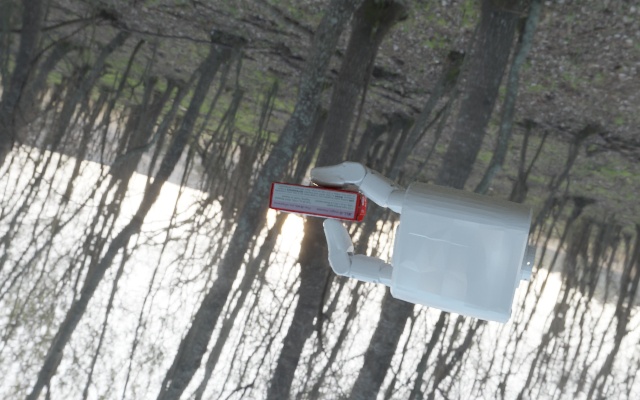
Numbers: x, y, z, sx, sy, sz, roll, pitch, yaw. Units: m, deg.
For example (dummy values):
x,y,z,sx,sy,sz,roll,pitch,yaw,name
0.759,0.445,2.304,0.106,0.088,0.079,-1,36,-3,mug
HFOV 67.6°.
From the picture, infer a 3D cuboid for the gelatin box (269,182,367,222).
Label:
x,y,z,sx,sy,sz,roll,pitch,yaw,name
0.000,0.002,0.484,0.089,0.030,0.073,7,-2,9,gelatin box
